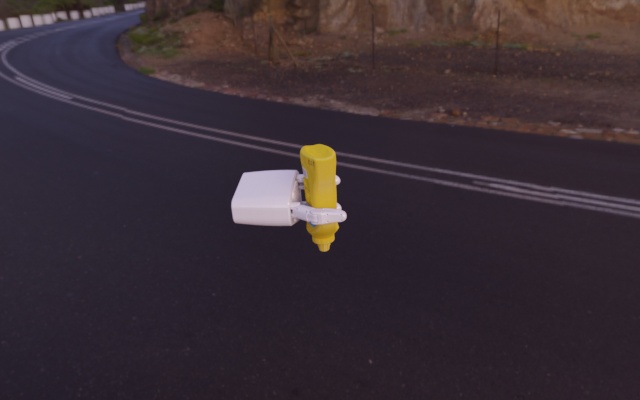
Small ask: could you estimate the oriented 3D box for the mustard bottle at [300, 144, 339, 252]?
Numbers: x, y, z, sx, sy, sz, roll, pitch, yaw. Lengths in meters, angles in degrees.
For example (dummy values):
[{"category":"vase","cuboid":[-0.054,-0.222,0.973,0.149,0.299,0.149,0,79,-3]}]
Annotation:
[{"category":"mustard bottle","cuboid":[0.000,0.003,0.850,0.058,0.192,0.096,-9,23,-14]}]
